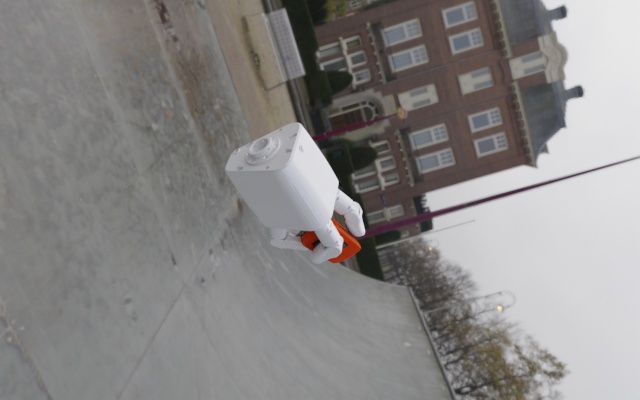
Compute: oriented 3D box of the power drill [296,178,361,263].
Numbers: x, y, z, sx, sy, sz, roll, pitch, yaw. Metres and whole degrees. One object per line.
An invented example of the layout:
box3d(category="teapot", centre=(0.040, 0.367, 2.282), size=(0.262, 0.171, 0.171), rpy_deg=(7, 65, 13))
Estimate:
box3d(category="power drill", centre=(0.000, 0.003, 0.749), size=(0.057, 0.187, 0.184), rpy_deg=(-34, -38, 17))
